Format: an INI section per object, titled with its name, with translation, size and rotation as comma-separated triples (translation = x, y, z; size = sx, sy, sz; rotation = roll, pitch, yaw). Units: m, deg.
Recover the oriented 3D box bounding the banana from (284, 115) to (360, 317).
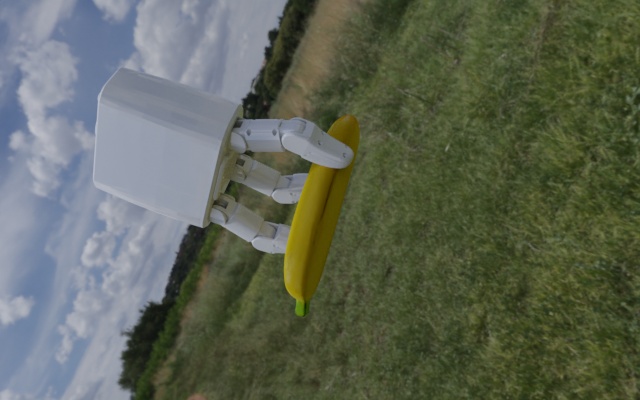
[banana]
translation = 0.001, 0.000, 0.419
size = 0.037, 0.197, 0.070
rotation = 17, -15, -1
